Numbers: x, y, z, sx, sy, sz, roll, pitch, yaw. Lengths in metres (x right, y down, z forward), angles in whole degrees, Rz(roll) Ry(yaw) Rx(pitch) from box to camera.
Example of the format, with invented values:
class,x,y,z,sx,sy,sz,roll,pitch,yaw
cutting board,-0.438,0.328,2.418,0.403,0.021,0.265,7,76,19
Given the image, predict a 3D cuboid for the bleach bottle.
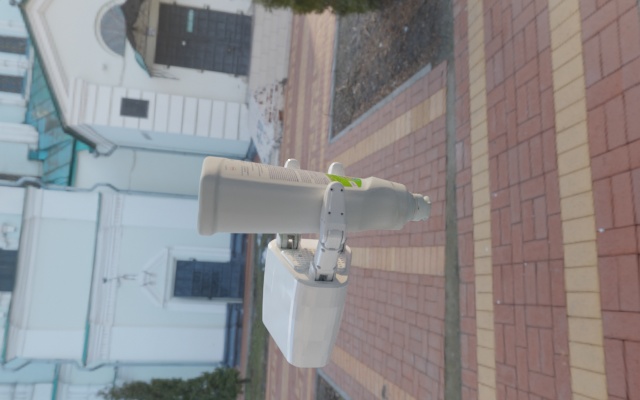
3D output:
class,x,y,z,sx,sy,sz,roll,pitch,yaw
bleach bottle,0.000,0.002,0.512,0.251,0.068,0.102,5,19,-12
